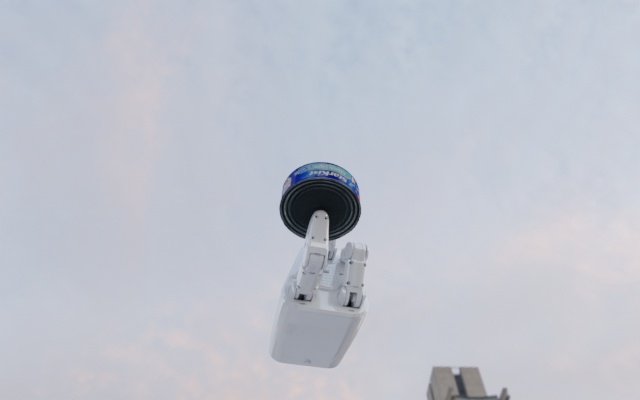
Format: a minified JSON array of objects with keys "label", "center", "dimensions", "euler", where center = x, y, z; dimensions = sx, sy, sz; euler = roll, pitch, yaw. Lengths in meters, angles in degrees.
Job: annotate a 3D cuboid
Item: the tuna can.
[{"label":"tuna can","center":[0.000,0.001,0.511],"dimensions":[0.086,0.086,0.033],"euler":[0,38,2]}]
